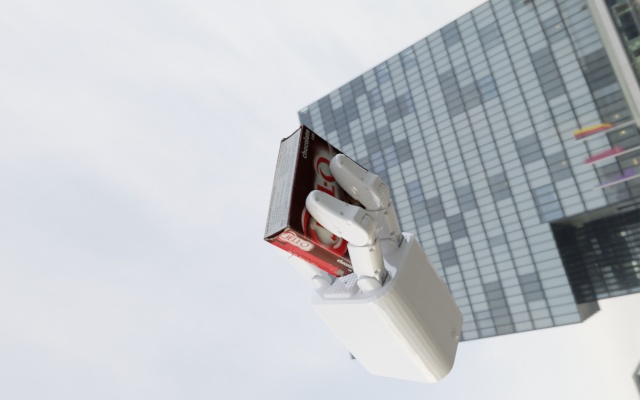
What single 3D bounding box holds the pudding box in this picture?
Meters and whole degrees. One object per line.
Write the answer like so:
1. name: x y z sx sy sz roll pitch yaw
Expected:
1. pudding box: 0.000 0.002 0.431 0.039 0.113 0.090 -28 -46 37
